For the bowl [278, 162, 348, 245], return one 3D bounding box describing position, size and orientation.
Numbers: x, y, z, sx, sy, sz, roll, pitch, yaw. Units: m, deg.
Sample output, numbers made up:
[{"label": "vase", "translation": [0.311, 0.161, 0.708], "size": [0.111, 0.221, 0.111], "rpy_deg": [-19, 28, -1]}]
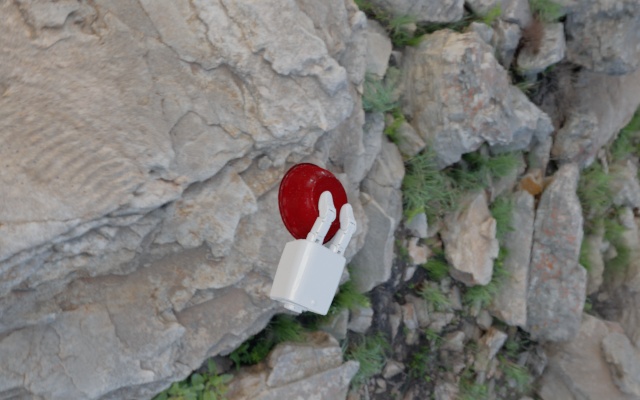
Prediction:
[{"label": "bowl", "translation": [0.000, 0.002, 0.887], "size": [0.162, 0.162, 0.055], "rpy_deg": [0, -10, -44]}]
